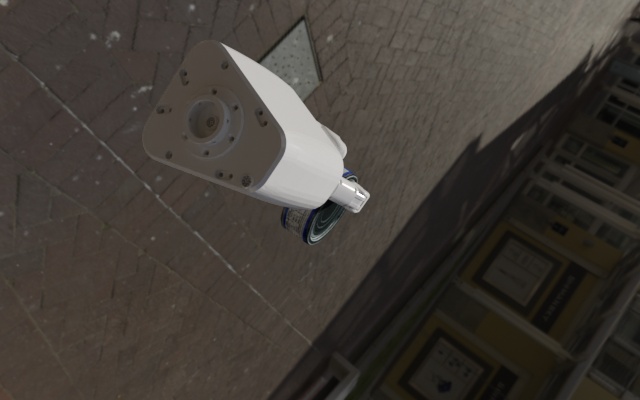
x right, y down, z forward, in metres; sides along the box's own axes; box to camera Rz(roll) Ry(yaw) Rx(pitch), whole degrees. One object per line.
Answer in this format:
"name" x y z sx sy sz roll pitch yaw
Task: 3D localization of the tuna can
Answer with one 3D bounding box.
"tuna can" 0.001 0.002 0.480 0.033 0.086 0.086 34 11 18
